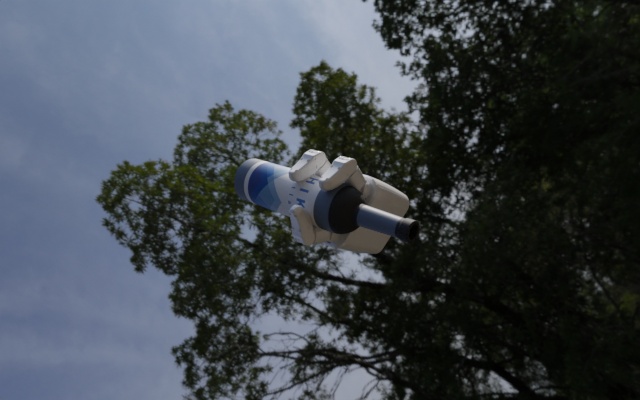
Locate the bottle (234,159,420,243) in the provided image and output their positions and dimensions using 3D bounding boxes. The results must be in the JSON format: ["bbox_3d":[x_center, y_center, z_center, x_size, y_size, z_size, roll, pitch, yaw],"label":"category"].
[{"bbox_3d":[0.000,0.002,0.643,0.295,0.069,0.069,18,12,40],"label":"bottle"}]
